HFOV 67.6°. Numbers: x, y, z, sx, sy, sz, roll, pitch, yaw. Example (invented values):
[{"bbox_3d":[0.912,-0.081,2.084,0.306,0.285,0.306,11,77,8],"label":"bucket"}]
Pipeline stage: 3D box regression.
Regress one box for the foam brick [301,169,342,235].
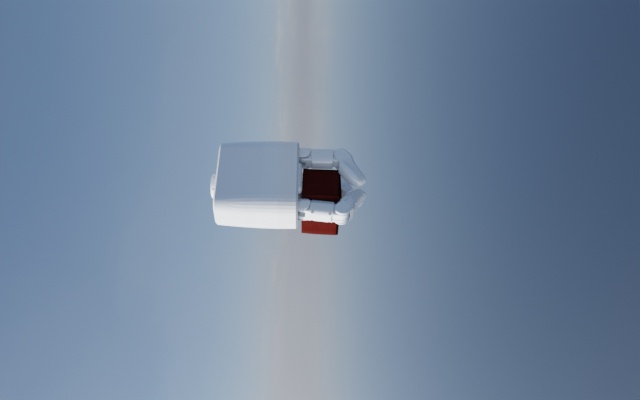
[{"bbox_3d":[0.000,0.002,0.649,0.051,0.078,0.053,1,44,-2],"label":"foam brick"}]
